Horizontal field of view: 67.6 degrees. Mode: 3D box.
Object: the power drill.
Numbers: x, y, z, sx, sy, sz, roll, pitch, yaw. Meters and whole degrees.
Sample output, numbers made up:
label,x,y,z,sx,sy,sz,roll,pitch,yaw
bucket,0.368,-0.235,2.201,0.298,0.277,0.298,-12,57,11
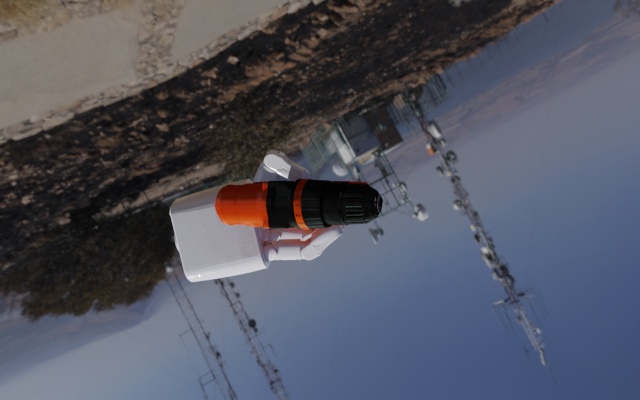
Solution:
label,x,y,z,sx,sy,sz,roll,pitch,yaw
power drill,0.000,0.002,0.558,0.184,0.057,0.187,1,0,23
